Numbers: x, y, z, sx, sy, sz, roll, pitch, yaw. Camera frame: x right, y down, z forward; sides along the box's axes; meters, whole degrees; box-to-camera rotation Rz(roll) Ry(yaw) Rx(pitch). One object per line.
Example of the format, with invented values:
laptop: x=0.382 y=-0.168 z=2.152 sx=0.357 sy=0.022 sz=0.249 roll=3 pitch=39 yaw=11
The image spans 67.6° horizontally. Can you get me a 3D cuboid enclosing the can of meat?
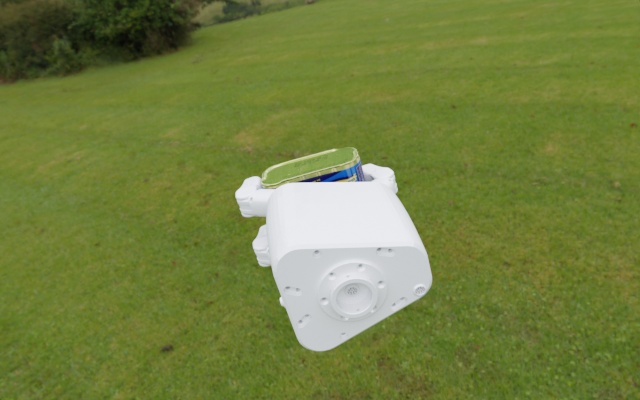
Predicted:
can of meat: x=0.000 y=0.001 z=0.470 sx=0.102 sy=0.084 sz=0.057 roll=-15 pitch=24 yaw=4
